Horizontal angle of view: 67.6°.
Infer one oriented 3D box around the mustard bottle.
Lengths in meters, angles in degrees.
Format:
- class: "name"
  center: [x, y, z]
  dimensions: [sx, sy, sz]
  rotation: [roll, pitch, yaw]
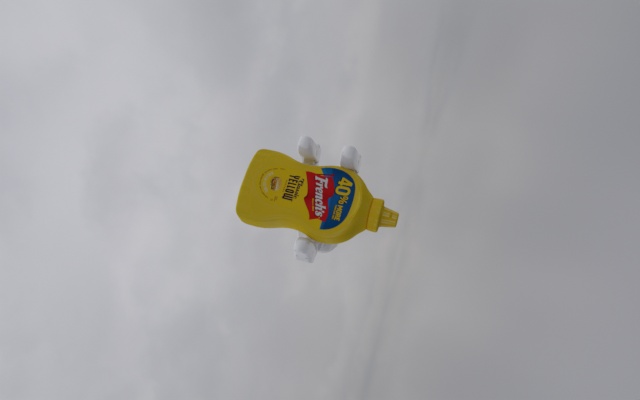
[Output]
- class: "mustard bottle"
  center: [0.000, 0.002, 0.584]
  dimensions: [0.191, 0.096, 0.058]
  rotation: [14, -21, 10]
